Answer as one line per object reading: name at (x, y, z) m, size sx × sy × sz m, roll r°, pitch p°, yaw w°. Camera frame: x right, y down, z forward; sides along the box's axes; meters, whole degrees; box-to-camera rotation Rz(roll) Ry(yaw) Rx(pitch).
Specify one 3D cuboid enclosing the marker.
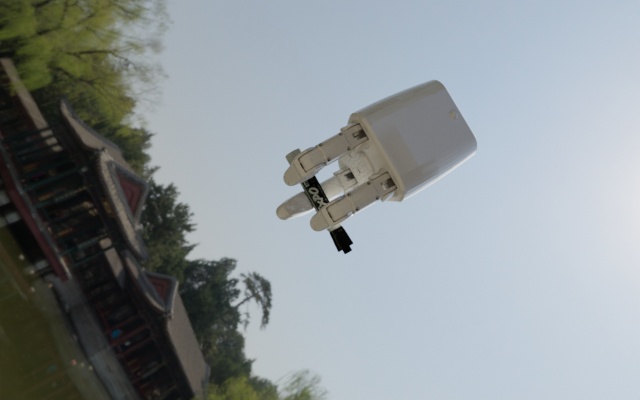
marker at (0.000, 0.002, 0.502) m, size 0.020 × 0.121 × 0.020 m, roll -29°, pitch -3°, yaw -1°
